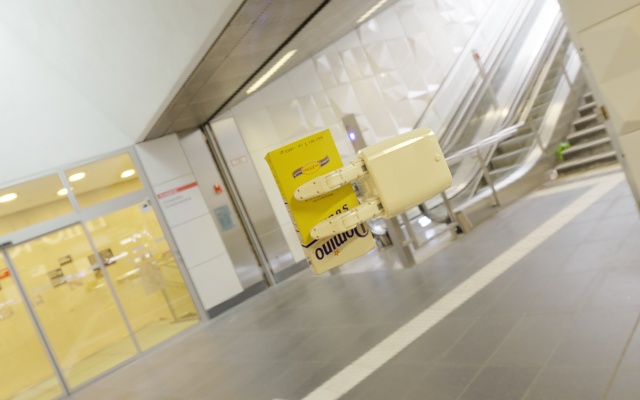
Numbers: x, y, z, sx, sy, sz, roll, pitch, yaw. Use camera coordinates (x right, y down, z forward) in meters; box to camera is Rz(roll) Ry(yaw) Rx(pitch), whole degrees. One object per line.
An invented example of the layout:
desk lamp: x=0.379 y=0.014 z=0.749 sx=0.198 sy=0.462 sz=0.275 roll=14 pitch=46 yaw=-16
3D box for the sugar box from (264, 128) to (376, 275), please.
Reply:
sugar box: x=0.000 y=0.002 z=0.648 sx=0.093 sy=0.176 sz=0.048 roll=-24 pitch=2 yaw=-12
